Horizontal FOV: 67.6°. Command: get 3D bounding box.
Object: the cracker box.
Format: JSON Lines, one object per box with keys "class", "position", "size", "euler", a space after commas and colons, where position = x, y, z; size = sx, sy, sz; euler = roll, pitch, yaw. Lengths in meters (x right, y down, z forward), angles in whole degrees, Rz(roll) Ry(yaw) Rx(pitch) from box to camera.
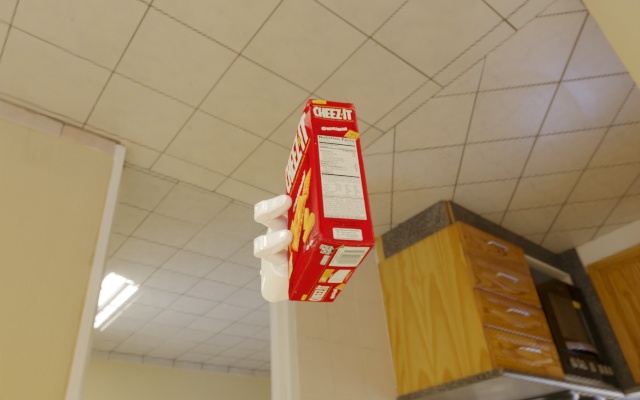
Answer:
{"class": "cracker box", "position": [0.000, 0.002, 0.622], "size": [0.072, 0.213, 0.164], "euler": [5, -35, -15]}
